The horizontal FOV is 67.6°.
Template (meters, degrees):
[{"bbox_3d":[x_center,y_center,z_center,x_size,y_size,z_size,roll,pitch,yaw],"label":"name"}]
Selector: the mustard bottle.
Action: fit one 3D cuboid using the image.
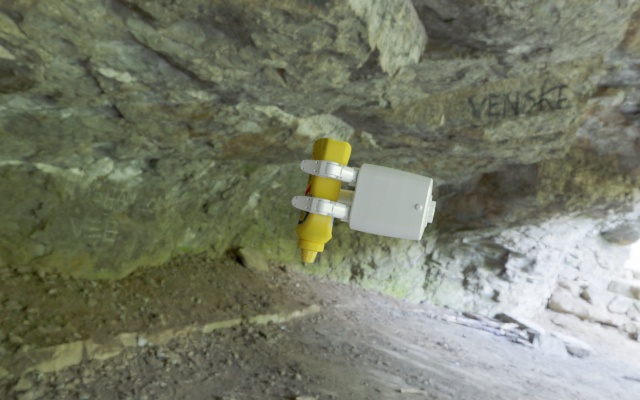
[{"bbox_3d":[0.000,0.002,0.748,0.058,0.191,0.096,12,-2,-9],"label":"mustard bottle"}]
